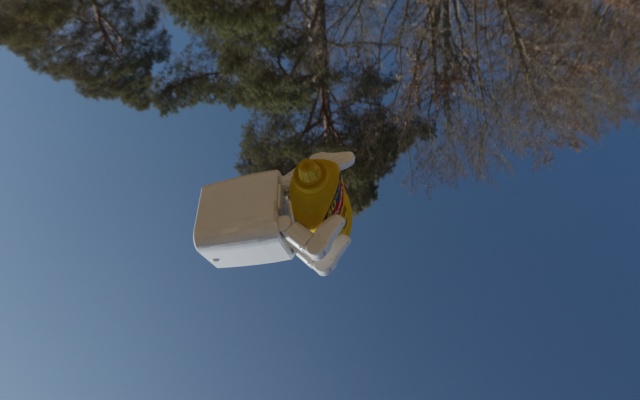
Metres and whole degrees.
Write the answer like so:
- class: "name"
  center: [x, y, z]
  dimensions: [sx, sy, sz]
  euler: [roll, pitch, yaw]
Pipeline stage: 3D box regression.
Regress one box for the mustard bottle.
- class: "mustard bottle"
  center: [0.000, 0.002, 0.610]
  dimensions: [0.058, 0.096, 0.192]
  euler: [13, -22, 17]
